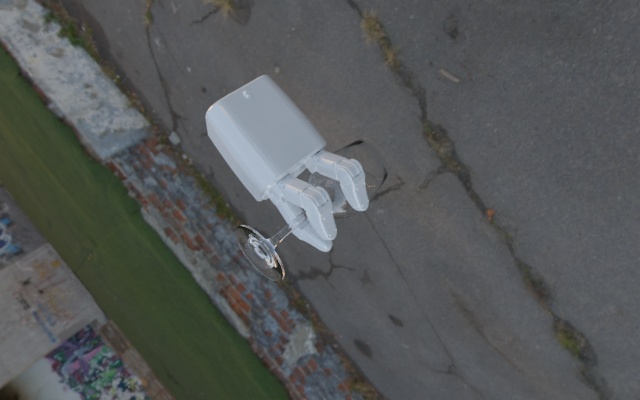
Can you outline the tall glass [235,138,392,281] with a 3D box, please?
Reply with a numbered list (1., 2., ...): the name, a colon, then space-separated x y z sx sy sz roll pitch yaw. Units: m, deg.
1. tall glass: 0.000 0.002 0.558 0.201 0.079 0.079 -39 22 -30
